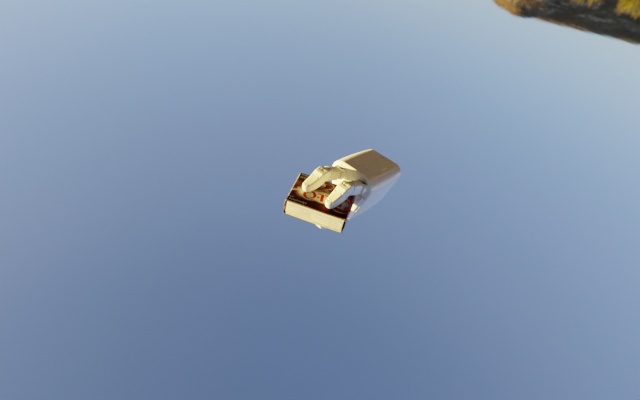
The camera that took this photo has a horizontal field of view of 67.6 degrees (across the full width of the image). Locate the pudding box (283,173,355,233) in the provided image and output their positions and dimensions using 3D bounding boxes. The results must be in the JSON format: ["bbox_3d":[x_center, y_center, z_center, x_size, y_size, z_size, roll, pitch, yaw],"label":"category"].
[{"bbox_3d":[0.000,0.003,0.860,0.113,0.039,0.090,17,38,6],"label":"pudding box"}]
